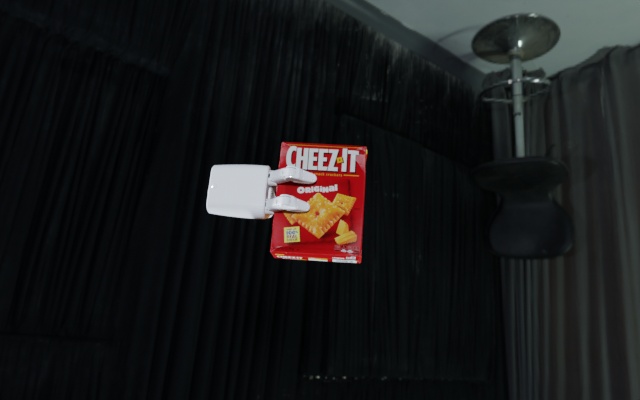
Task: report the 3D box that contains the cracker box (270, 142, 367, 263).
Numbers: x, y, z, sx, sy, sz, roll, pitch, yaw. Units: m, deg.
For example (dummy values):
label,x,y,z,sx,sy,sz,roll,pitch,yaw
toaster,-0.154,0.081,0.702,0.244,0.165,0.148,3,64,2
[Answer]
label,x,y,z,sx,sy,sz,roll,pitch,yaw
cracker box,0.000,0.003,0.889,0.164,0.213,0.072,4,-16,3
